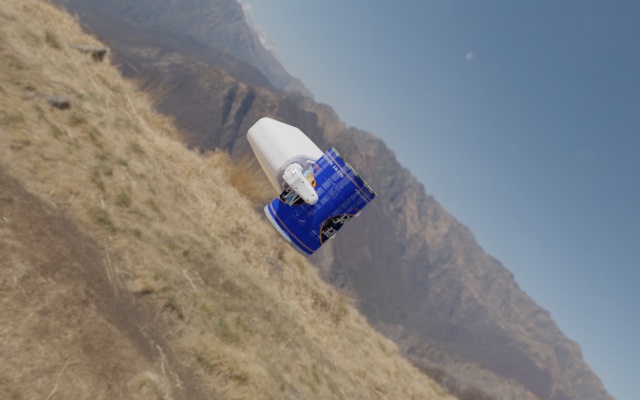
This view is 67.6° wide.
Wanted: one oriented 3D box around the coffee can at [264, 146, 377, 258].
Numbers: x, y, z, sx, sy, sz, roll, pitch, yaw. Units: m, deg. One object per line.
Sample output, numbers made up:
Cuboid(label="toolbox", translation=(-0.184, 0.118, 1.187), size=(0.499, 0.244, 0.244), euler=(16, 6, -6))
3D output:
Cuboid(label="coffee can", translation=(0.000, 0.003, 0.724), size=(0.140, 0.103, 0.103), euler=(-42, -5, 6))
